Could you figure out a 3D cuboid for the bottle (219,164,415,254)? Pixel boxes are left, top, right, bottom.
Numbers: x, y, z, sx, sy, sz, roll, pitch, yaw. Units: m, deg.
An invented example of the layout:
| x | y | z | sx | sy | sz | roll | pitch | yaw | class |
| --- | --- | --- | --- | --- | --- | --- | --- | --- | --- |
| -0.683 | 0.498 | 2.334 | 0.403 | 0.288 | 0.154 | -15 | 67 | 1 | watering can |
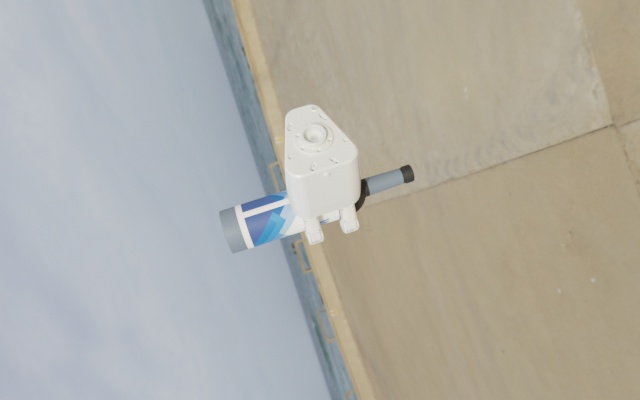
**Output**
| x | y | z | sx | sy | sz | roll | pitch | yaw | class |
| --- | --- | --- | --- | --- | --- | --- | --- | --- | --- |
| 0.000 | 0.002 | 0.719 | 0.295 | 0.069 | 0.069 | -18 | 2 | -6 | bottle |
